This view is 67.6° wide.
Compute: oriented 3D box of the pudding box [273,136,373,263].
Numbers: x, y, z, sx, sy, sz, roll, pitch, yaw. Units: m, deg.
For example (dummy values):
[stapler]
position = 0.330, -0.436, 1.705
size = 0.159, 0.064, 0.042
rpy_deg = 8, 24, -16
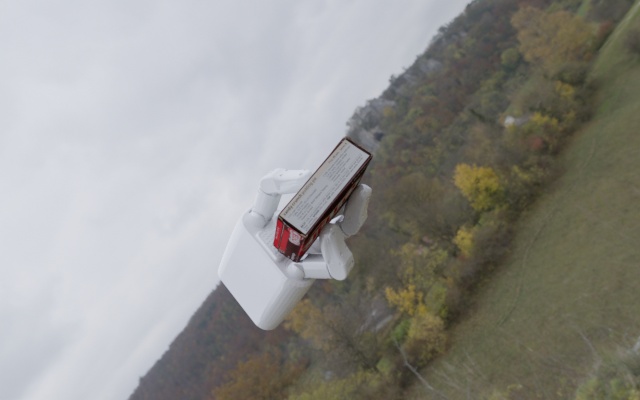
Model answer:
[pudding box]
position = 0.000, 0.002, 0.483
size = 0.039, 0.113, 0.090
rpy_deg = 35, -23, 5
